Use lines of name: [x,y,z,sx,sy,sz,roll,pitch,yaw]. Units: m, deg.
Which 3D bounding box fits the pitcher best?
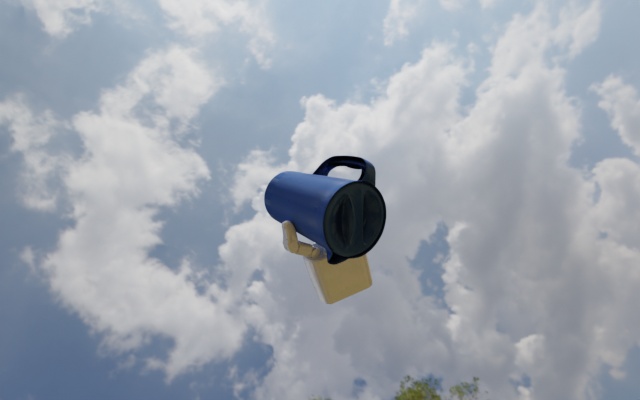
pitcher: [0.000,0.003,0.881,0.149,0.145,0.243,-30,26,-26]
